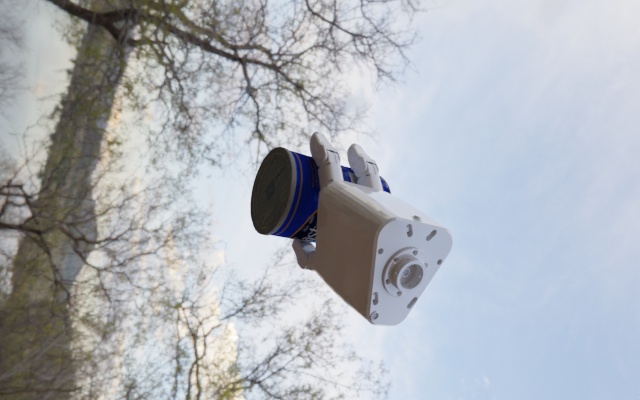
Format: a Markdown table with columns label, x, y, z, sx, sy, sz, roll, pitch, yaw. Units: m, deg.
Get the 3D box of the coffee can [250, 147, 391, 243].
| label | x | y | z | sx | sy | sz | roll | pitch | yaw |
| --- | --- | --- | --- | --- | --- | --- | --- | --- | --- |
| coffee can | 0.000 | 0.002 | 0.578 | 0.140 | 0.103 | 0.103 | 13 | -7 | -30 |
